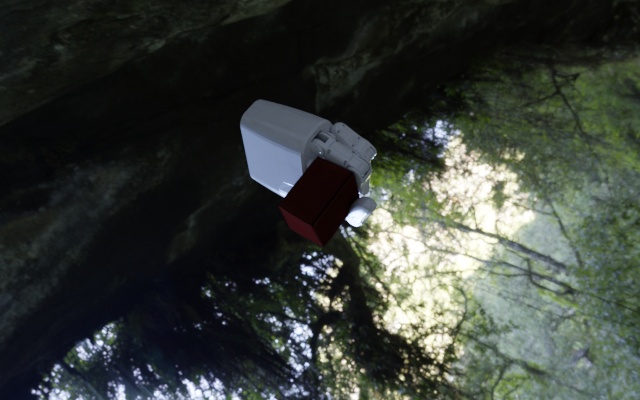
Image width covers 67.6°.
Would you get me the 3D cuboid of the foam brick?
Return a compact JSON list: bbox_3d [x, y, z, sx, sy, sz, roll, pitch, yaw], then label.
[{"bbox_3d":[0.000,0.002,0.534,0.051,0.078,0.053,27,-23,28],"label":"foam brick"}]
